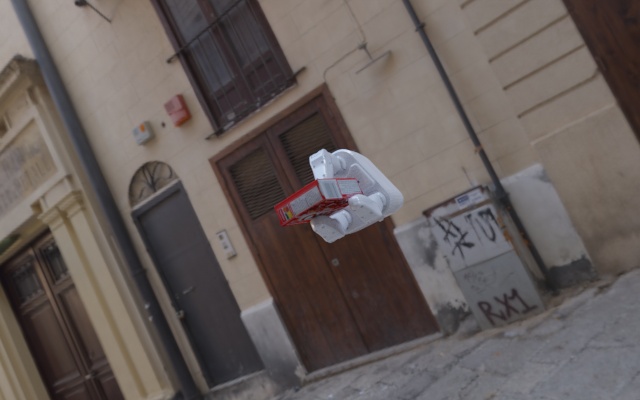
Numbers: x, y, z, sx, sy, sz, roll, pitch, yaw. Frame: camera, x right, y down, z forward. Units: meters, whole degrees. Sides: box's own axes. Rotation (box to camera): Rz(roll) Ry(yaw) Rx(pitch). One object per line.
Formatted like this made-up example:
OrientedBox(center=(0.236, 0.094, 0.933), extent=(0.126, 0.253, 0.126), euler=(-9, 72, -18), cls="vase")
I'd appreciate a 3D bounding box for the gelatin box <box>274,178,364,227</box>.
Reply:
OrientedBox(center=(0.000, 0.001, 0.580), extent=(0.073, 0.030, 0.089), euler=(-31, -14, 32), cls="gelatin box")
